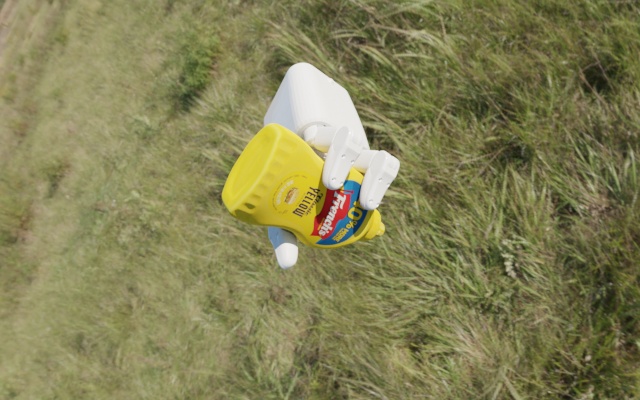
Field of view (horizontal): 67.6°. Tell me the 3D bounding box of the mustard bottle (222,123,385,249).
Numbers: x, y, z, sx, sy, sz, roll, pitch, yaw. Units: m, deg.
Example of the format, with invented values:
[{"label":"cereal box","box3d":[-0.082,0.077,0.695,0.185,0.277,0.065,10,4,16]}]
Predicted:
[{"label":"mustard bottle","box3d":[0.000,0.002,0.501,0.192,0.096,0.058,26,13,-38]}]
